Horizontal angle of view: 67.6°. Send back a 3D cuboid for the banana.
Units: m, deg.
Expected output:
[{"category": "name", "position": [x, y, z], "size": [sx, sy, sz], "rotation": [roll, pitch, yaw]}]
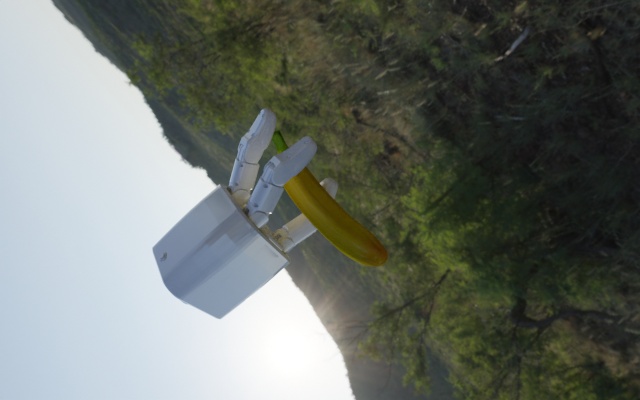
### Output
[{"category": "banana", "position": [0.003, 0.008, 0.498], "size": [0.037, 0.197, 0.070], "rotation": [-38, -31, -6]}]
